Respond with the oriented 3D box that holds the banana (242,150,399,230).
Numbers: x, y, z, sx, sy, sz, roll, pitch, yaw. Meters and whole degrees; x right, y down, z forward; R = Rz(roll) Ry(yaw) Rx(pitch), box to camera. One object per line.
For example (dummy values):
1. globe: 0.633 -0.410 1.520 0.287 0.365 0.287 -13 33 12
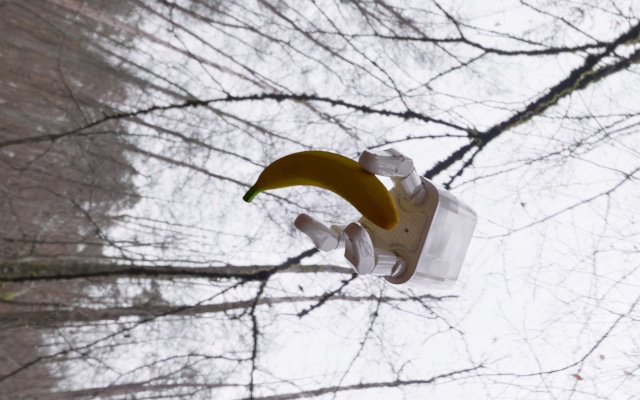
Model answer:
1. banana: 0.002 -0.017 0.477 0.198 0.069 0.037 8 -10 42
